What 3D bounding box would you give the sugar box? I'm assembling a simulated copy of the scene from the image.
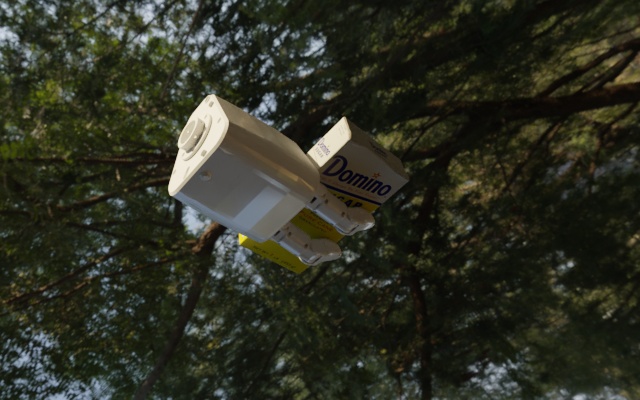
[{"bbox_3d":[0.000,0.002,0.522,0.093,0.048,0.176,31,-60,-33],"label":"sugar box"}]
